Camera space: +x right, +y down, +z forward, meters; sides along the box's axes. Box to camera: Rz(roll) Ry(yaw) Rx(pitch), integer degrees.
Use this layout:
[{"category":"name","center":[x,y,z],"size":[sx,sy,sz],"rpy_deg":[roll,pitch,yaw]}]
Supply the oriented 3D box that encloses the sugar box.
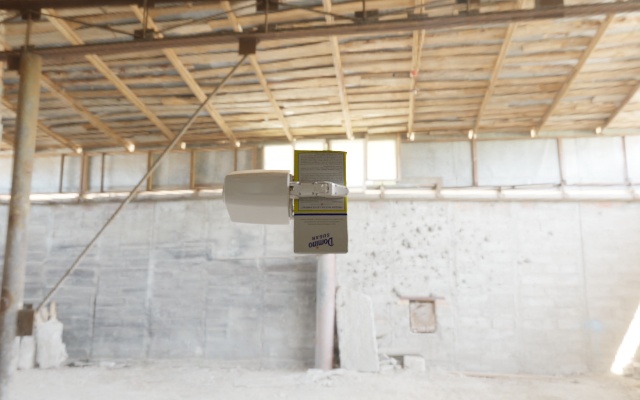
[{"category":"sugar box","center":[0.000,0.003,0.814],"size":[0.093,0.176,0.048],"rpy_deg":[1,-8,-1]}]
